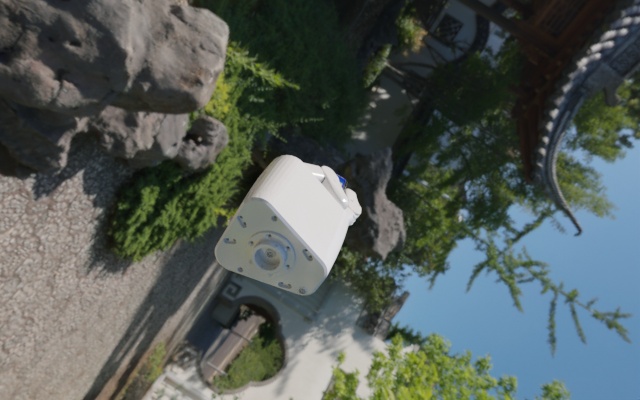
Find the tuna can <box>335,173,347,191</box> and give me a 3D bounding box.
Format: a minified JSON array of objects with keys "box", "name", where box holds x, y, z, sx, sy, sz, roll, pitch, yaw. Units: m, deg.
[{"box":[0.001,0.002,0.624,0.034,0.086,0.086,30,-3,-5],"name":"tuna can"}]
